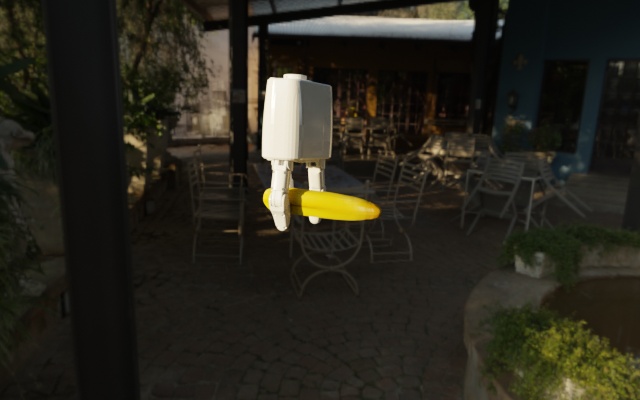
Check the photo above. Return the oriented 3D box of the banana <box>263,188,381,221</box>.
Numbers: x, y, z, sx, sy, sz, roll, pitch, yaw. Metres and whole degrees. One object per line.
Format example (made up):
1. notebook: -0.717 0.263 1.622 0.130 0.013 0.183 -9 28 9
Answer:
1. banana: -0.013 0.003 0.675 0.198 0.037 0.069 7 6 35
